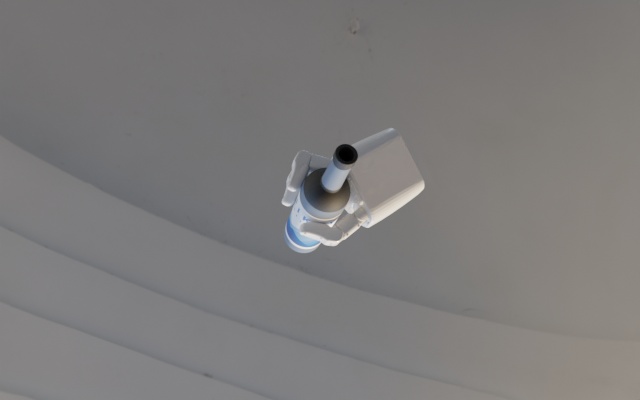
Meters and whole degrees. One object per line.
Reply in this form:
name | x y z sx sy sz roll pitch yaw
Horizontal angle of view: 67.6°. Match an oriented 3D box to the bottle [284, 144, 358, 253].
bottle | 0.000 0.002 0.679 0.069 0.069 0.296 0 -22 -13
